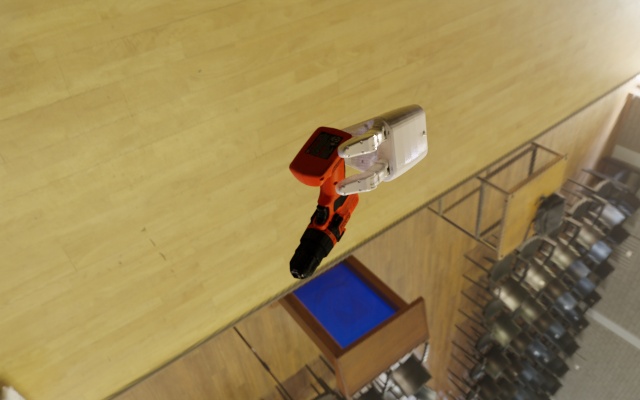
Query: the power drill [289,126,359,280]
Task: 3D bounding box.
[{"bbox_3d":[0.000,0.002,0.696,0.057,0.184,0.188,18,-37,19],"label":"power drill"}]
